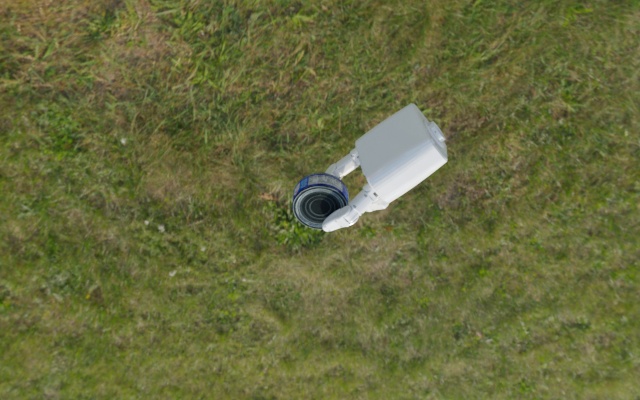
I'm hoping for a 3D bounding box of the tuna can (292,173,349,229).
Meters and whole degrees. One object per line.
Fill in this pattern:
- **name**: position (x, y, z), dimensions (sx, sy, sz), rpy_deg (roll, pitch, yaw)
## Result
- **tuna can**: position (0.000, 0.003, 0.724), dimensions (0.086, 0.086, 0.033), rpy_deg (0, 37, 2)
